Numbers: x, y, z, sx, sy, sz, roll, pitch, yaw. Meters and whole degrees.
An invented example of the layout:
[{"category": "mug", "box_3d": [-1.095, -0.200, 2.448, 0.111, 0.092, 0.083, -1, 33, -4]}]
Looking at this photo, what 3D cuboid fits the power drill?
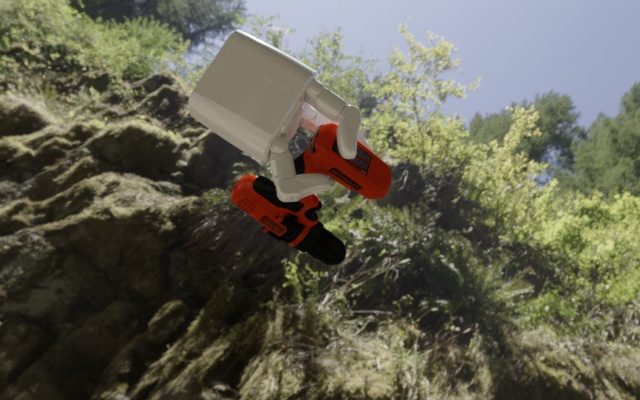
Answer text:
[{"category": "power drill", "box_3d": [0.000, 0.002, 0.604, 0.184, 0.057, 0.188, 35, -46, -19]}]
